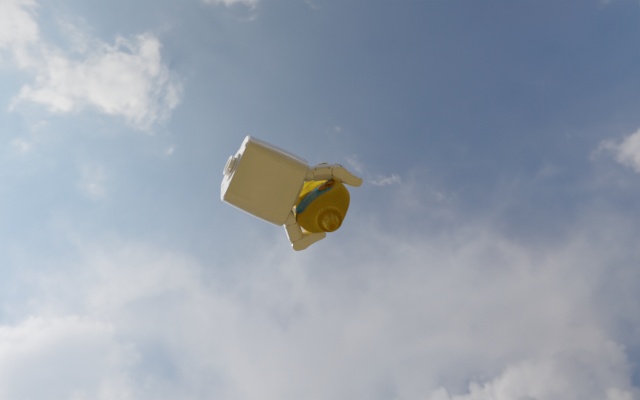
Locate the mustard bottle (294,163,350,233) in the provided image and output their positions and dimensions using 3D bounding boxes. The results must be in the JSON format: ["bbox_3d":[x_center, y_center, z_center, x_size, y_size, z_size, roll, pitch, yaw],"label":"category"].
[{"bbox_3d":[0.000,0.003,0.786,0.096,0.058,0.191,-38,23,5],"label":"mustard bottle"}]
